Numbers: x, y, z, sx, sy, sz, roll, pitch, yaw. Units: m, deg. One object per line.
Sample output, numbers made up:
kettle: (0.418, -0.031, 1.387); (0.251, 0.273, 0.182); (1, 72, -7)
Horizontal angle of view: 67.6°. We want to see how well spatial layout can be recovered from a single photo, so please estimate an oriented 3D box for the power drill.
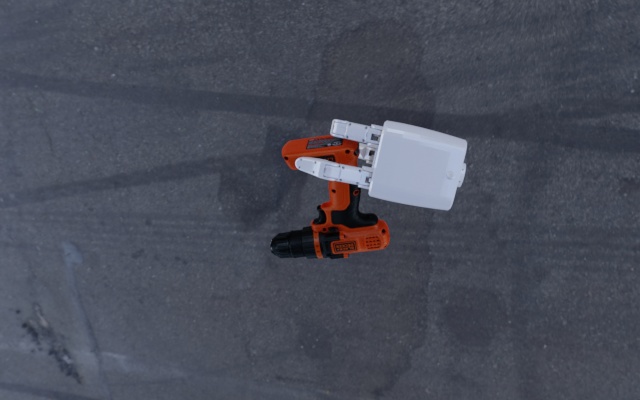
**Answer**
power drill: (0.000, 0.002, 0.698); (0.184, 0.188, 0.057); (-8, 30, 8)
